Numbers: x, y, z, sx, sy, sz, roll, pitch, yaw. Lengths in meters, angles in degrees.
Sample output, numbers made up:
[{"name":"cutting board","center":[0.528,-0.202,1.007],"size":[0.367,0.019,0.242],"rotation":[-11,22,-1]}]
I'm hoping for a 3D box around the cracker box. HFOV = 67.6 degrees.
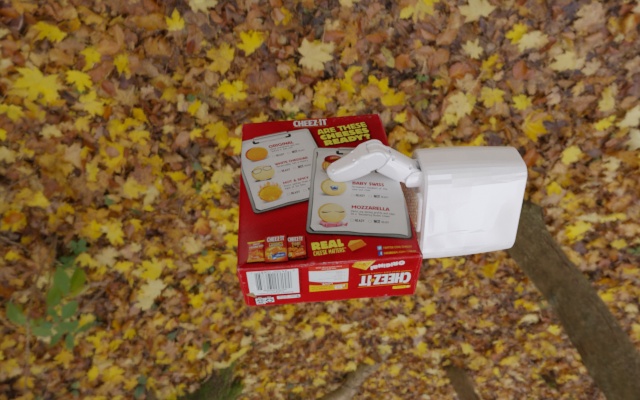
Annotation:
[{"name":"cracker box","center":[0.000,0.002,0.504],"size":[0.164,0.072,0.213],"rotation":[-4,45,-3]}]
